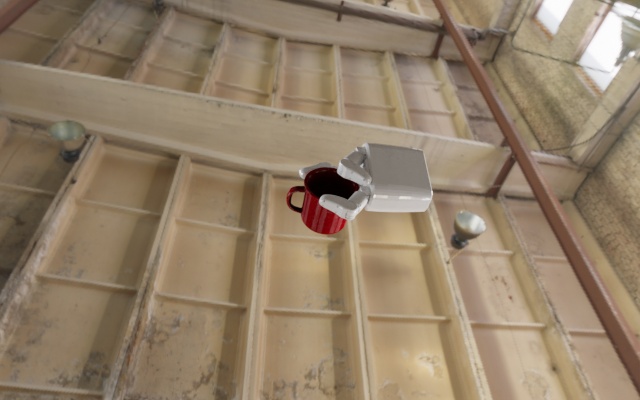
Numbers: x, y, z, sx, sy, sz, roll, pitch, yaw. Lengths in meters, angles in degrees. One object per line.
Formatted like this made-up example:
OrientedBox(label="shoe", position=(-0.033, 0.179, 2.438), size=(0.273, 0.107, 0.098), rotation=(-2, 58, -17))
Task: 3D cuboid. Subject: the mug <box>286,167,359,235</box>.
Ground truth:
OrientedBox(label="mug", position=(-0.001, 0.003, 0.810), size=(0.117, 0.082, 0.093), rotation=(4, 42, -11))
